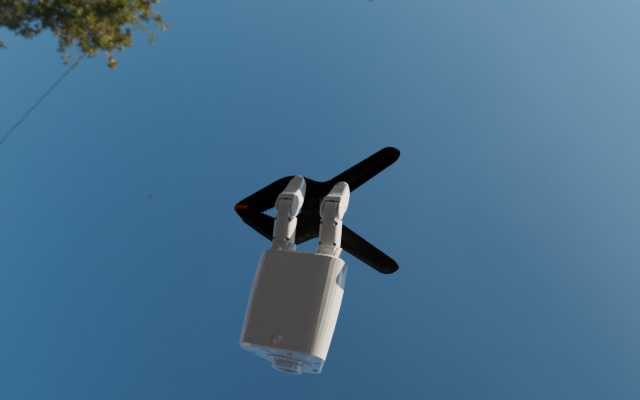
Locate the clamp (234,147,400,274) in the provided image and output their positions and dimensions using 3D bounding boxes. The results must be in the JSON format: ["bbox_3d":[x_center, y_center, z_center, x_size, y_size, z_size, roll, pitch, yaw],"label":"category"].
[{"bbox_3d":[0.000,0.002,0.581,0.210,0.164,0.036,4,-30,18],"label":"clamp"}]
